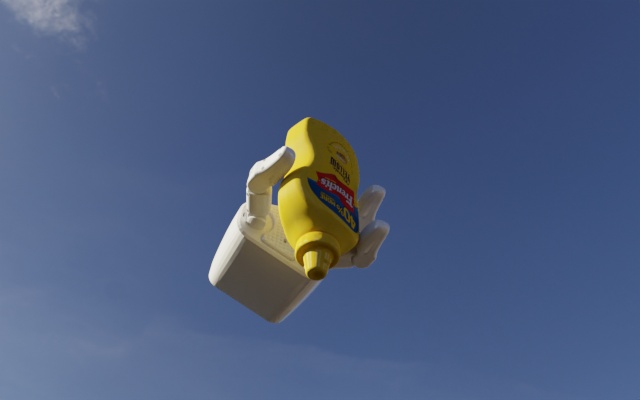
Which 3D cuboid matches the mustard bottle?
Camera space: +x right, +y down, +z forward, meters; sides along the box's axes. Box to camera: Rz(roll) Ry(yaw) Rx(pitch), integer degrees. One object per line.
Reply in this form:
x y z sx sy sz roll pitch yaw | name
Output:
0.000 0.001 0.483 0.058 0.191 0.096 -30 -57 26 | mustard bottle
